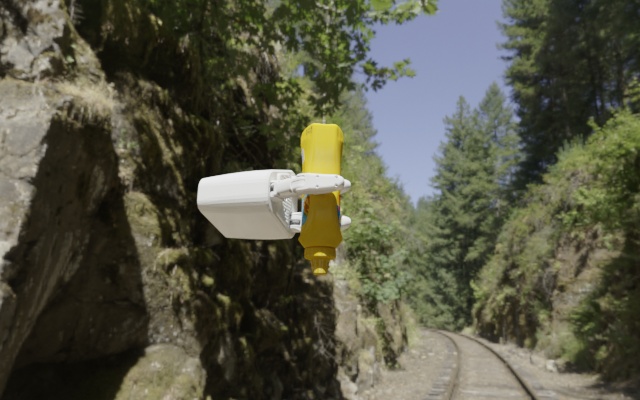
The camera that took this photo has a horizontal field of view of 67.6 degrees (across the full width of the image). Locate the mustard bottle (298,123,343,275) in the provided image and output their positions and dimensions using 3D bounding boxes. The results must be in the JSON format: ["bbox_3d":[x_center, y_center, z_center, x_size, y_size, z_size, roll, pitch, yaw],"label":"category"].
[{"bbox_3d":[0.000,0.002,0.634,0.058,0.191,0.096,3,-14,-6],"label":"mustard bottle"}]
